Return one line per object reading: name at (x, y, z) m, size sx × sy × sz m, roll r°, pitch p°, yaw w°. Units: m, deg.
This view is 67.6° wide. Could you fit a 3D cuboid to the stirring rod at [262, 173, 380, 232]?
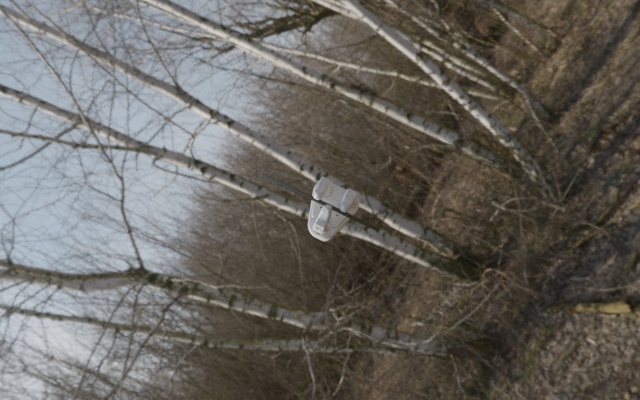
stirring rod at (0.000, 0.003, 0.885) m, size 0.239 × 0.011 × 0.011 m, roll 26°, pitch 2°, yaw 5°
